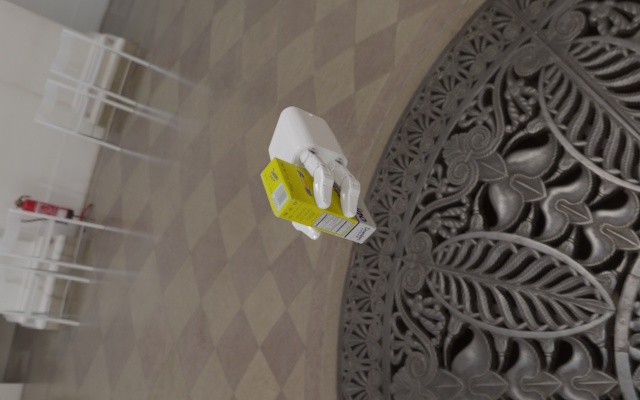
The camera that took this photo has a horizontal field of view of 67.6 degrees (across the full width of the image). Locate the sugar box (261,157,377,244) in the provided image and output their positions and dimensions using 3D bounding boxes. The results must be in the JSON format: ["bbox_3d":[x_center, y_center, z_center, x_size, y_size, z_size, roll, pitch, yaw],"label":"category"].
[{"bbox_3d":[0.000,0.002,0.729,0.176,0.093,0.048,17,-55,-38],"label":"sugar box"}]
